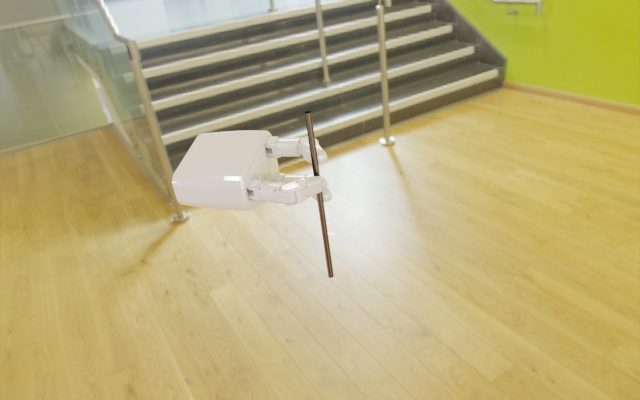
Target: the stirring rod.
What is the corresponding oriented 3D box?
[{"bbox_3d":[0.000,0.002,0.612,0.011,0.240,0.011,-6,29,3],"label":"stirring rod"}]
